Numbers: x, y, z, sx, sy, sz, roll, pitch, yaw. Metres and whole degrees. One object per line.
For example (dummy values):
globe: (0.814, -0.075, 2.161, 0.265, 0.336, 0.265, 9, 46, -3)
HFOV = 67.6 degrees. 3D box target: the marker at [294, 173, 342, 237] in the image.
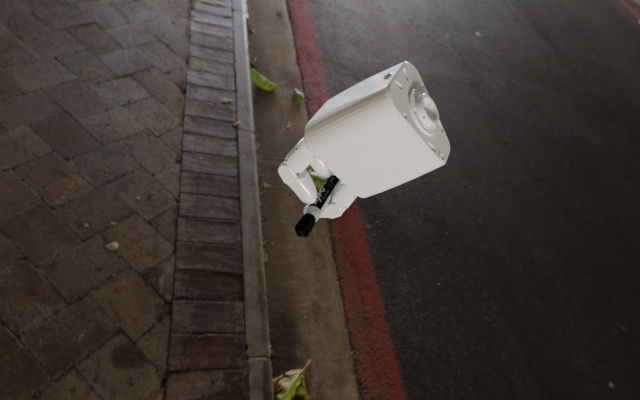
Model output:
marker: (0.000, 0.002, 0.571, 0.020, 0.020, 0.121, 0, 36, 28)
